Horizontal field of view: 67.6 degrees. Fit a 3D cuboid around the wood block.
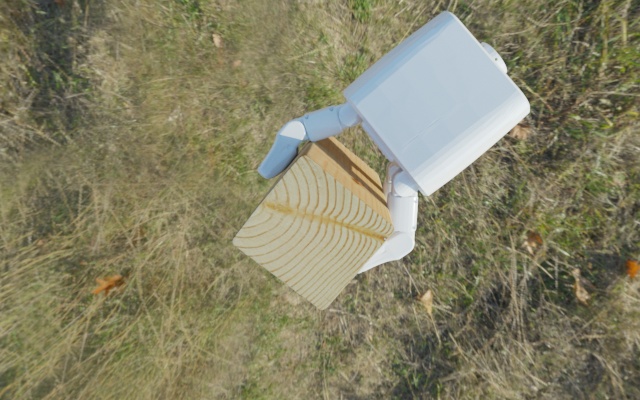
[{"bbox_3d":[0.000,0.001,0.451,0.091,0.090,0.206,39,13,-6],"label":"wood block"}]
